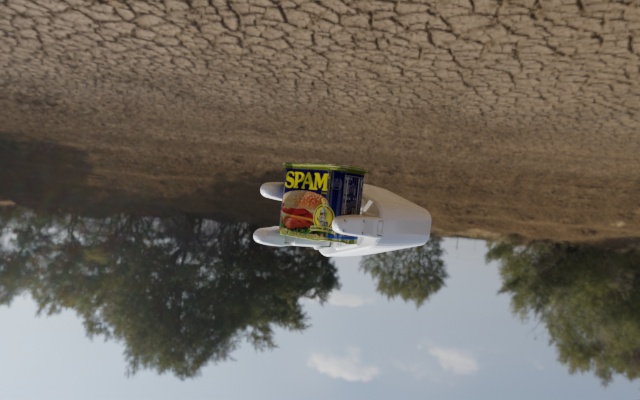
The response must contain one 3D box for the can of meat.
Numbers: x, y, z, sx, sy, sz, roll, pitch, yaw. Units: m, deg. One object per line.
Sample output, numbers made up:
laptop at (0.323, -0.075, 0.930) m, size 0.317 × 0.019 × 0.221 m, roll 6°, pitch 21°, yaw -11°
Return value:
can of meat at (0.000, 0.002, 0.542) m, size 0.102 × 0.084 × 0.057 m, roll 6°, pitch 1°, yaw 44°
